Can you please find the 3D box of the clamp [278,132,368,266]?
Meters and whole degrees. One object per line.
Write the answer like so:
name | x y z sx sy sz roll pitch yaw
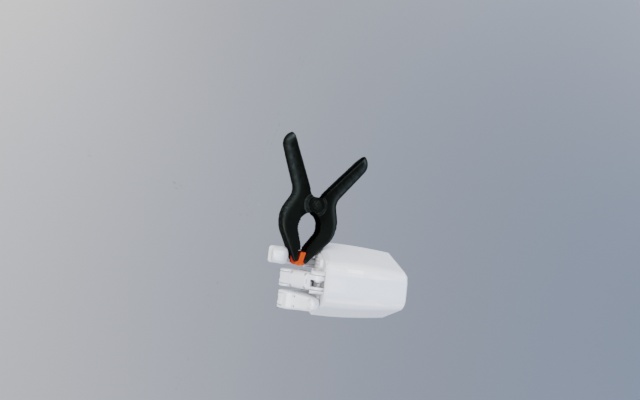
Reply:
clamp | 0.000 0.002 0.632 0.120 0.171 0.039 8 -1 -12
